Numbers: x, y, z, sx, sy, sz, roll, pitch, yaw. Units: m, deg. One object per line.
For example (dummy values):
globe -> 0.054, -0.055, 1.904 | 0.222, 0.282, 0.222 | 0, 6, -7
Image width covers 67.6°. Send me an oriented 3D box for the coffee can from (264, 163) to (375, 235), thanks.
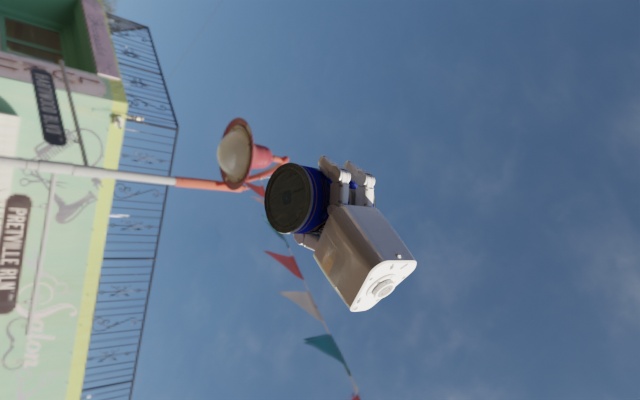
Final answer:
coffee can -> 0.000, 0.002, 0.732 | 0.140, 0.103, 0.103 | 7, -5, -44
